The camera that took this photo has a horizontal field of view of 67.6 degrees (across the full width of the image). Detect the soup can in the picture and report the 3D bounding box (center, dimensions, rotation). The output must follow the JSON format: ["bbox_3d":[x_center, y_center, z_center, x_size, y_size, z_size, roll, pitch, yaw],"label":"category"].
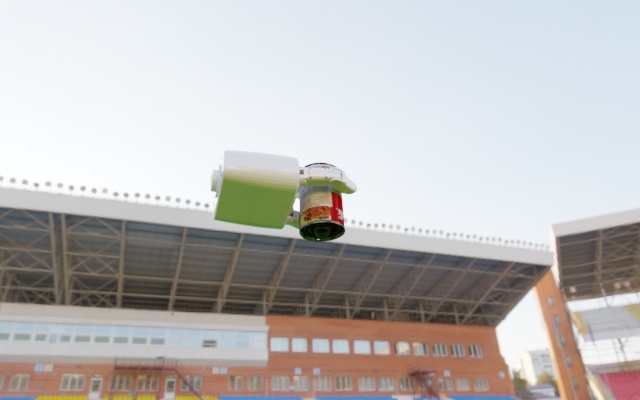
[{"bbox_3d":[0.001,0.002,0.720,0.068,0.102,0.068,-2,-29,-1],"label":"soup can"}]
